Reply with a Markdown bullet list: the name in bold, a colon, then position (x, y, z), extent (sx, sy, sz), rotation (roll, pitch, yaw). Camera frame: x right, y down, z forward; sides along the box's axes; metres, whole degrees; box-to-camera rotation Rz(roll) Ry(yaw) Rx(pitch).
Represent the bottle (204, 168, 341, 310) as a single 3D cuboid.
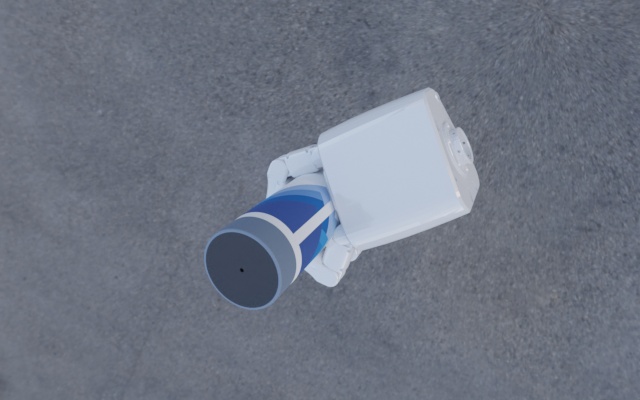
- **bottle**: position (0.000, 0.002, 0.474), extent (0.069, 0.069, 0.295), rotation (0, 20, 25)
